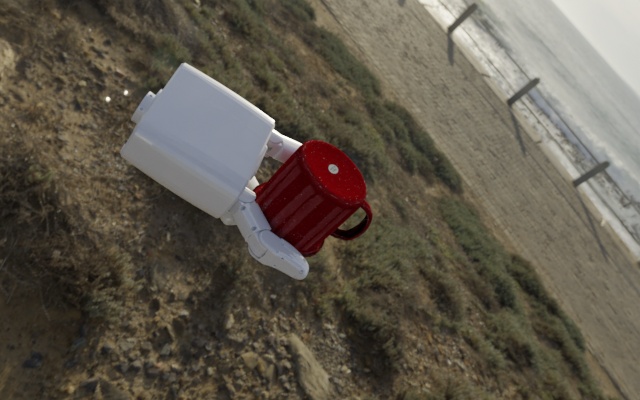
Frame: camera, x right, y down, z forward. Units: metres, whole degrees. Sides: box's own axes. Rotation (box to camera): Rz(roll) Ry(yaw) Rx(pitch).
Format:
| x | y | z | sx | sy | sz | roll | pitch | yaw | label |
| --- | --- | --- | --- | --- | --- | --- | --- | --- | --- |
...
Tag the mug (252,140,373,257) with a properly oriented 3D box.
| x | y | z | sx | sy | sz | roll | pitch | yaw | label |
| --- | --- | --- | --- | --- | --- | --- | --- | --- | --- |
| 0.001 | 0.002 | 0.472 | 0.117 | 0.093 | 0.081 | 32 | -54 | -19 | mug |
